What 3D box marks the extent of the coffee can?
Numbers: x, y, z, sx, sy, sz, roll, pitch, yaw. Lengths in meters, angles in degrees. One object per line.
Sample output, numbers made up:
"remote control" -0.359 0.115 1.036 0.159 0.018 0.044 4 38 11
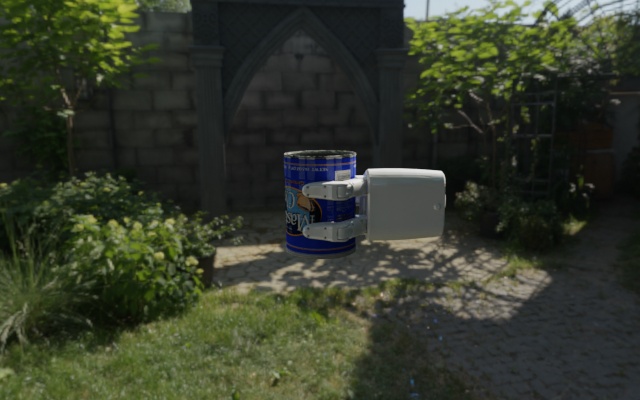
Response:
"coffee can" 0.000 0.002 0.682 0.103 0.140 0.103 -1 10 0
